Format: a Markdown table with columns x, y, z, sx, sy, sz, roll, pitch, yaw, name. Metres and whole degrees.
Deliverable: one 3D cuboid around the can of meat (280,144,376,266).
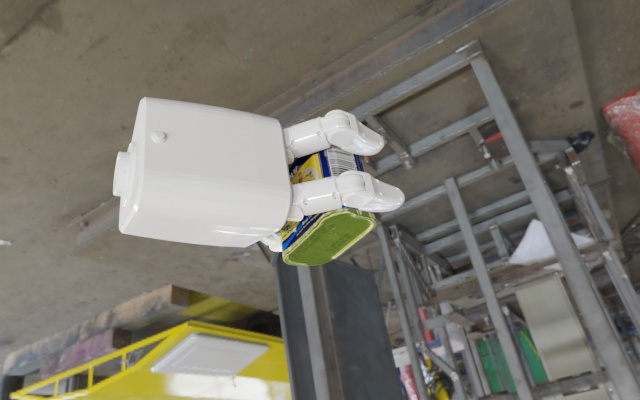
| x | y | z | sx | sy | sz | roll | pitch | yaw | name |
| --- | --- | --- | --- | --- | --- | --- | --- | --- | --- |
| 0.000 | 0.002 | 0.427 | 0.057 | 0.084 | 0.102 | 10 | -36 | -30 | can of meat |
